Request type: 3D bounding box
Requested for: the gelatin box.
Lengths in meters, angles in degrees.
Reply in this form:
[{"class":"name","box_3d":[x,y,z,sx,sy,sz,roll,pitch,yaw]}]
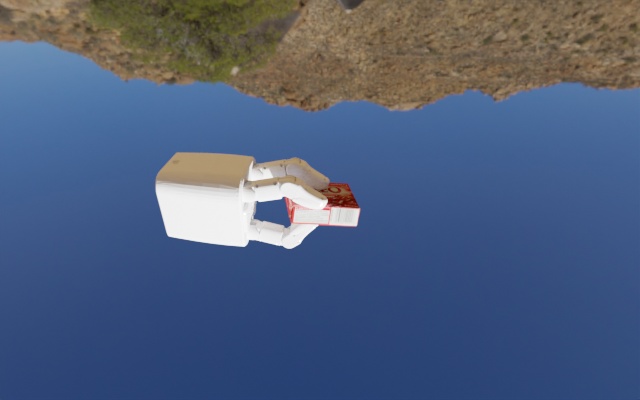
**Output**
[{"class":"gelatin box","box_3d":[0.000,0.002,0.626,0.089,0.030,0.073,3,27,-12]}]
